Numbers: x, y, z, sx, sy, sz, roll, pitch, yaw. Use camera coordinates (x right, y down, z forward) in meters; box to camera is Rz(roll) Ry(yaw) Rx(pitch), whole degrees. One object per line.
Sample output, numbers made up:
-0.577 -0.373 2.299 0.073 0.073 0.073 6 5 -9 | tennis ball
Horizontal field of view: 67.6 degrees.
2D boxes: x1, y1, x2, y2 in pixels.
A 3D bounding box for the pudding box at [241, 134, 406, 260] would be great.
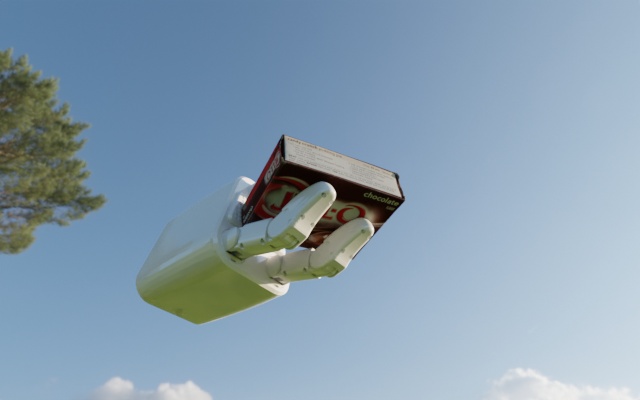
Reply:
0.000 0.001 0.408 0.113 0.039 0.090 15 -45 -23 | pudding box
